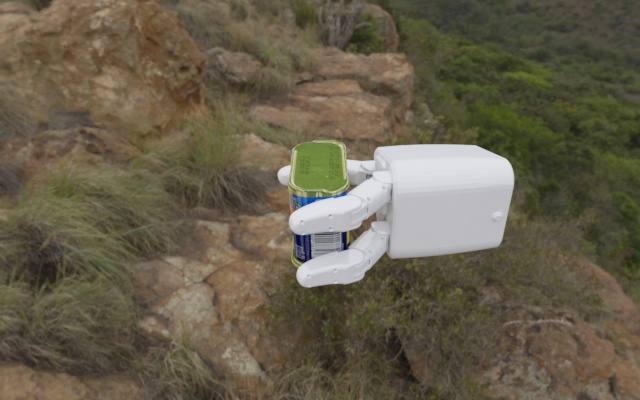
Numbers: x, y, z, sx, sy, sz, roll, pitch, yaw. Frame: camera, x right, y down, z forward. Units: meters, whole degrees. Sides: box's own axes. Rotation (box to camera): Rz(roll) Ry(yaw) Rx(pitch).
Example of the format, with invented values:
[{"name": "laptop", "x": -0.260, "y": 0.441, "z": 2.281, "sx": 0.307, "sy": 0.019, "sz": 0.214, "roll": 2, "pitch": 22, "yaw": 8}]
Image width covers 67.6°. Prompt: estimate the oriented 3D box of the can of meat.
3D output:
[{"name": "can of meat", "x": 0.000, "y": 0.001, "z": 0.447, "sx": 0.057, "sy": 0.084, "sz": 0.102, "roll": -2, "pitch": 33, "yaw": 1}]
